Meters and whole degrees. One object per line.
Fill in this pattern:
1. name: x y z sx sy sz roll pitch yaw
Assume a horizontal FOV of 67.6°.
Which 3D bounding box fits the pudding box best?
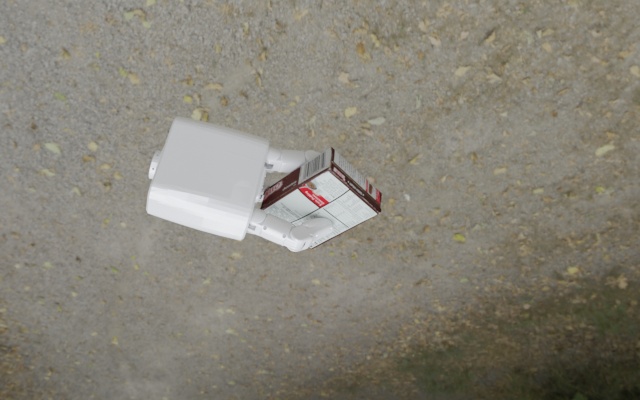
1. pudding box: 0.000 0.002 0.552 0.113 0.039 0.090 -29 -54 34
